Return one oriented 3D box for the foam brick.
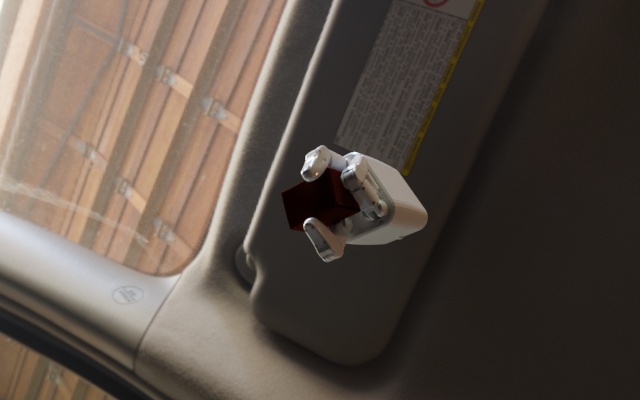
[{"bbox_3d":[0.000,0.002,0.593,0.078,0.053,0.051,-26,-23,32],"label":"foam brick"}]
